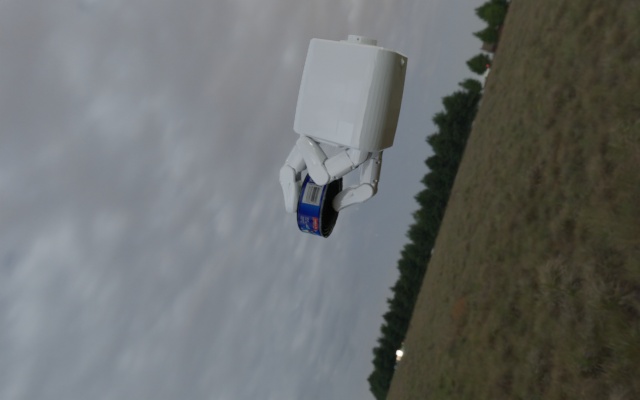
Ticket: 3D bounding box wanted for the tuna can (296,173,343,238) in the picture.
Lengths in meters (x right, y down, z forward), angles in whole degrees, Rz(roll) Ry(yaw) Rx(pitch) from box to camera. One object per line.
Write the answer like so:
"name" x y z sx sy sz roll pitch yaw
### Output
"tuna can" 0.000 0.002 0.602 0.034 0.086 0.086 12 3 16
